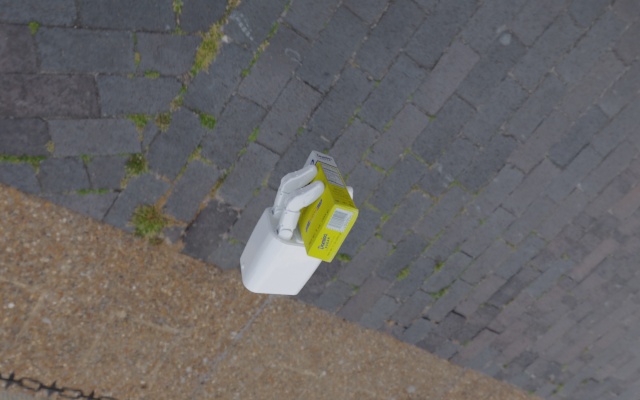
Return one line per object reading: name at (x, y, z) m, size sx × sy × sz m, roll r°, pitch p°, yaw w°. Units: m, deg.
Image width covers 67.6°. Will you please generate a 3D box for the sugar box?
sugar box at (0.000, 0.002, 0.731) m, size 0.048 × 0.093 × 0.176 m, roll 18°, pitch 24°, yaw -24°
